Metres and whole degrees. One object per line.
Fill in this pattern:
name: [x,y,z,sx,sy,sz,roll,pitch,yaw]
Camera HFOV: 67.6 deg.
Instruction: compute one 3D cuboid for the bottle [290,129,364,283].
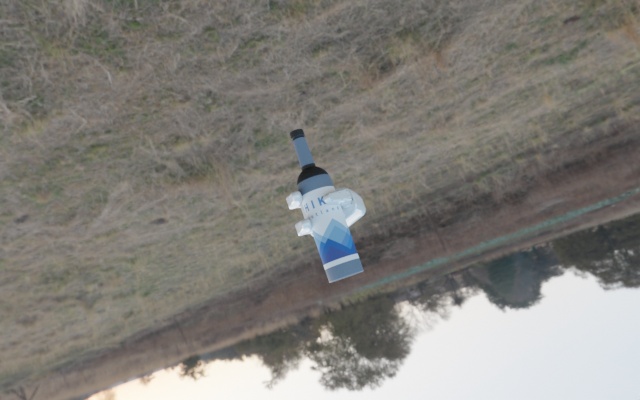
bottle: [0.000,0.003,0.898,0.069,0.295,0.069,-18,-11,-4]
